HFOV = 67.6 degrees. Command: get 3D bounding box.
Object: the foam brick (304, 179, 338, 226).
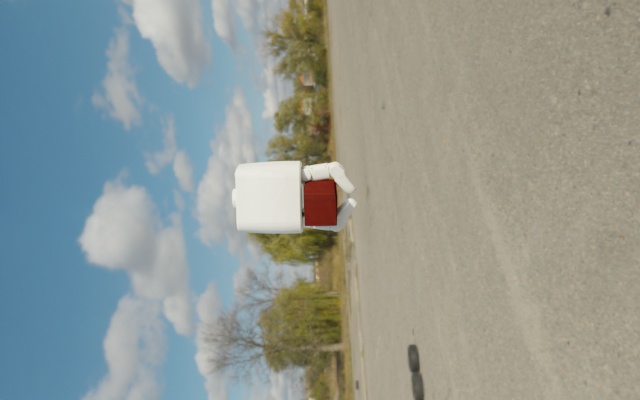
[{"bbox_3d":[0.000,0.002,0.756,0.051,0.053,0.078,0,20,0],"label":"foam brick"}]
